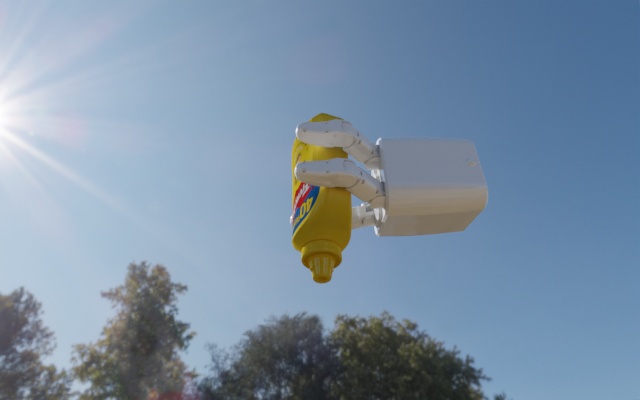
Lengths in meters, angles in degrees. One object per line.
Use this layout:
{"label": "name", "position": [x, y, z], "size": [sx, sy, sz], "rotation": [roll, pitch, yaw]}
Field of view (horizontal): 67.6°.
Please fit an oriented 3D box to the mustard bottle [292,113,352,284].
{"label": "mustard bottle", "position": [0.000, 0.001, 0.519], "size": [0.058, 0.191, 0.096], "rotation": [15, -41, -20]}
